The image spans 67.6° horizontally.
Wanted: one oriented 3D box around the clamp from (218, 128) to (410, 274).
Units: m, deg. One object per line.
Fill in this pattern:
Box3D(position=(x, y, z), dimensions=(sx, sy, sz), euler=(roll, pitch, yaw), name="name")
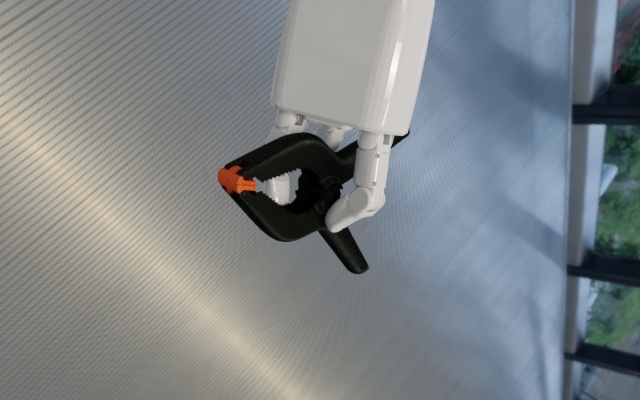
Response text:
Box3D(position=(0.000, 0.001, 0.431), dimensions=(0.036, 0.164, 0.210), euler=(22, 17, 41), name="clamp")
